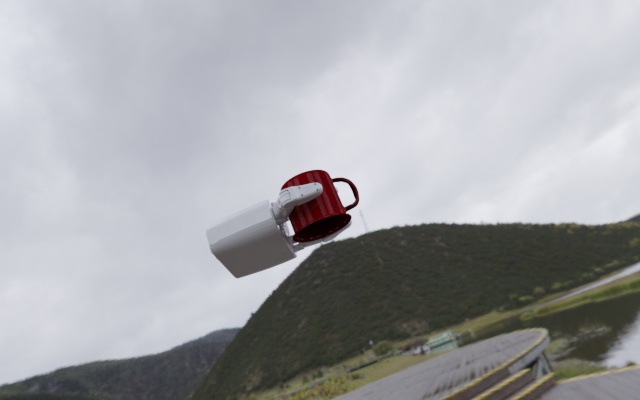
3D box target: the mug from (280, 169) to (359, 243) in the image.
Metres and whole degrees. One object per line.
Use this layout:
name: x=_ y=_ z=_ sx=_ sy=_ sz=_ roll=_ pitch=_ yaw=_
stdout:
mug: x=0.001 y=0.002 z=0.716 sx=0.117 sy=0.081 sz=0.093 roll=-22 pitch=-20 yaw=1
